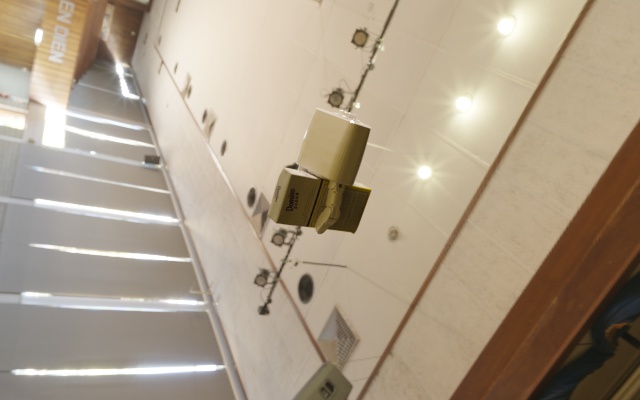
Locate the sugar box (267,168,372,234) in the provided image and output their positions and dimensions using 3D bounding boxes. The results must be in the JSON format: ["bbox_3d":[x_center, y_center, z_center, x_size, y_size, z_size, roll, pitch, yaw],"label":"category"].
[{"bbox_3d":[0.000,0.002,0.856,0.176,0.093,0.048,11,14,-32],"label":"sugar box"}]
